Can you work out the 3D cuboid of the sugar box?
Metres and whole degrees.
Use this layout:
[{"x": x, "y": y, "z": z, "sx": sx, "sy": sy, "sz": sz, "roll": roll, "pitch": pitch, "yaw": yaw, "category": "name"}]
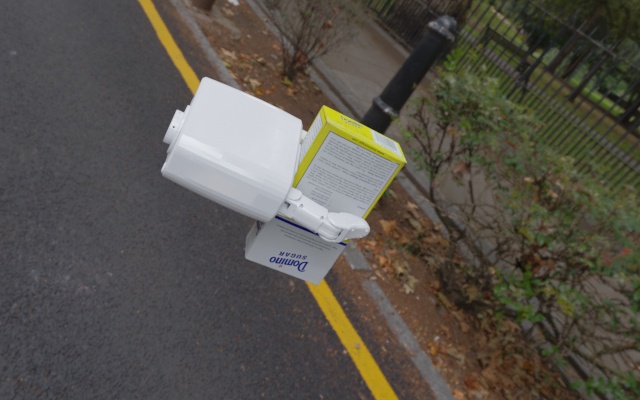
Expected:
[{"x": 0.000, "y": 0.001, "z": 0.493, "sx": 0.093, "sy": 0.176, "sz": 0.048, "roll": 24, "pitch": 29, "yaw": -19, "category": "sugar box"}]
